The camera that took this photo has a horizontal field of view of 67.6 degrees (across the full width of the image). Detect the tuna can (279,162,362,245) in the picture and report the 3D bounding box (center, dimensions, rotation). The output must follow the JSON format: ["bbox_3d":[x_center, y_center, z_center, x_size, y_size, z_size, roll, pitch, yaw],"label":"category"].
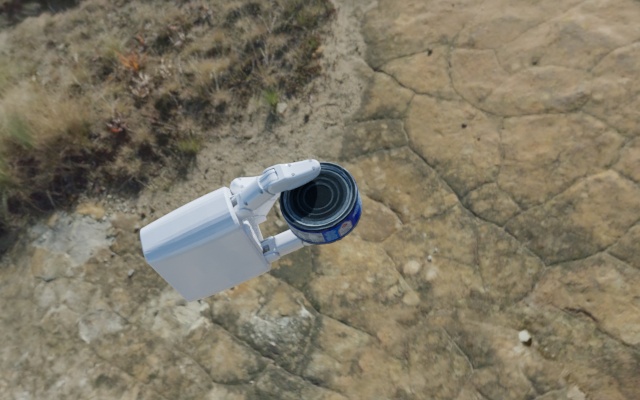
[{"bbox_3d":[0.000,0.001,0.509,0.086,0.086,0.034,0,-29,13],"label":"tuna can"}]
